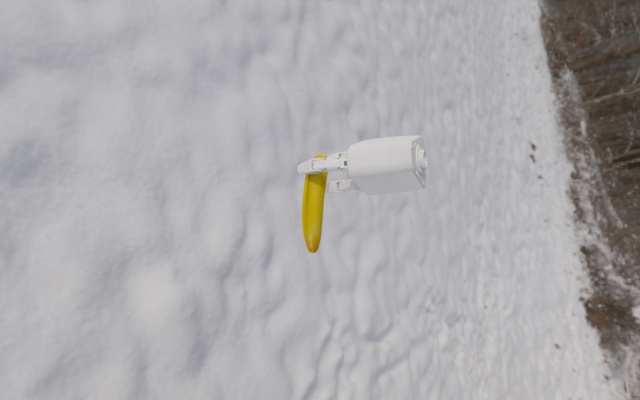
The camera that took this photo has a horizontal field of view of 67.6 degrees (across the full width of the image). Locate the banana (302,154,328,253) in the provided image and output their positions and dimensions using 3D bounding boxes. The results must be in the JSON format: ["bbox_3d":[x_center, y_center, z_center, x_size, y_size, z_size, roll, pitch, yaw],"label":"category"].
[{"bbox_3d":[-0.006,-0.009,0.841,0.037,0.197,0.070,-4,-30,22],"label":"banana"}]
